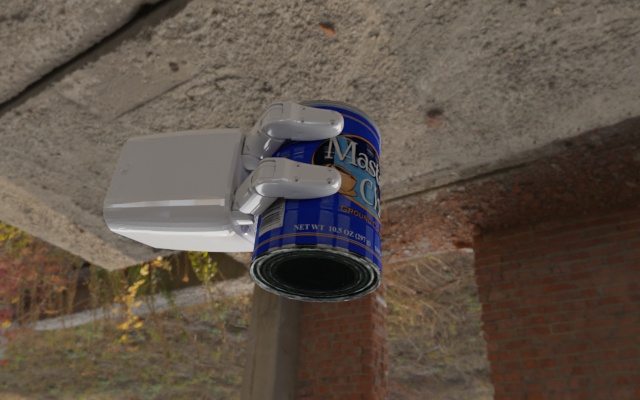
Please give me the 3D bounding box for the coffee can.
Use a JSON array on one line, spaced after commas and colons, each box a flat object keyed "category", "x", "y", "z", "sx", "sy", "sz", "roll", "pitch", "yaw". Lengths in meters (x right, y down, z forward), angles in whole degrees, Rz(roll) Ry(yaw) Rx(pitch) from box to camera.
[{"category": "coffee can", "x": 0.000, "y": 0.001, "z": 0.405, "sx": 0.103, "sy": 0.140, "sz": 0.103, "roll": 3, "pitch": -33, "yaw": 2}]
